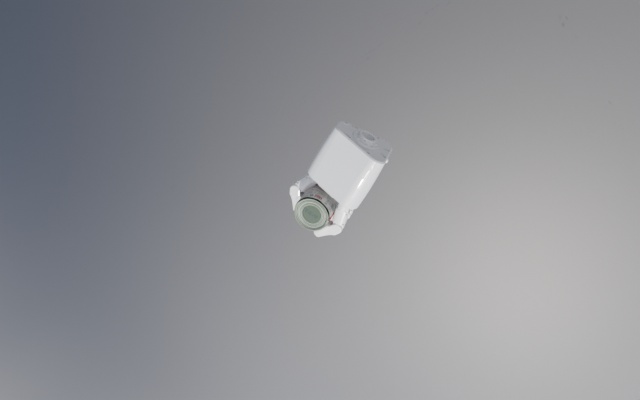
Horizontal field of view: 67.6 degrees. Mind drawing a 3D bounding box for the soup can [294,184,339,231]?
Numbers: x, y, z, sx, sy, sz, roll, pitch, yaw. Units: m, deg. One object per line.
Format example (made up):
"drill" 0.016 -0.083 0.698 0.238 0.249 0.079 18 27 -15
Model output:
"soup can" 0.000 0.003 0.878 0.068 0.068 0.102 0 27 21
